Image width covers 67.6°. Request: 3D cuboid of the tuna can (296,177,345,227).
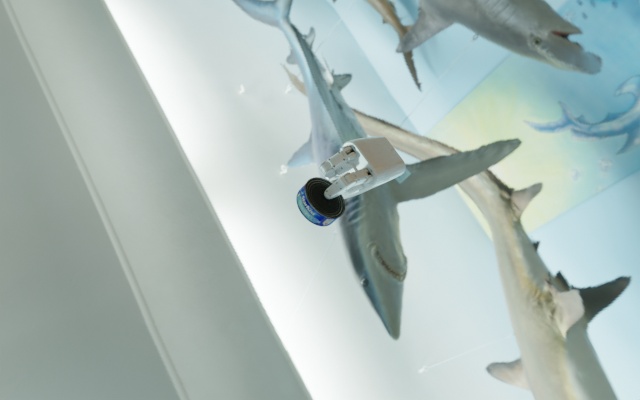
[{"bbox_3d":[0.000,0.003,0.850,0.086,0.086,0.034,0,-32,-41],"label":"tuna can"}]
